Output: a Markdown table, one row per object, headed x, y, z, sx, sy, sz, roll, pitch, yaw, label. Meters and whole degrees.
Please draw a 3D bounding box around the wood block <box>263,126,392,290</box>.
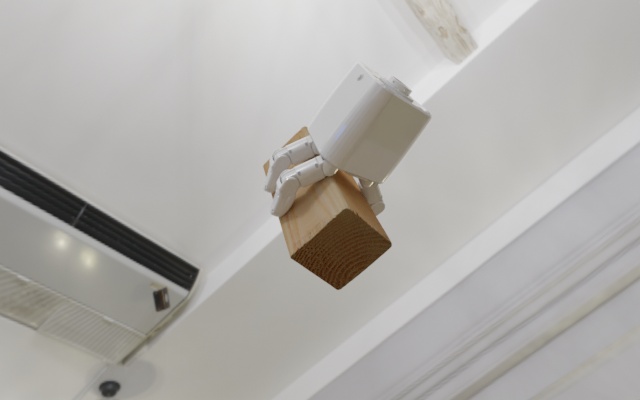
| x | y | z | sx | sy | sz | roll | pitch | yaw | label |
| --- | --- | --- | --- | --- | --- | --- | --- | --- | --- |
| 0.001 | 0.002 | 0.622 | 0.091 | 0.090 | 0.206 | 39 | 16 | -33 | wood block |
